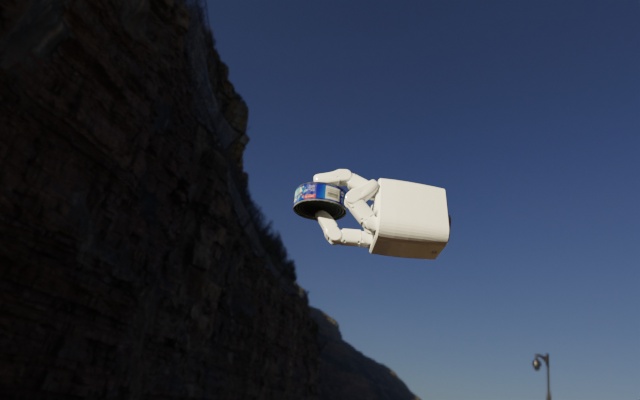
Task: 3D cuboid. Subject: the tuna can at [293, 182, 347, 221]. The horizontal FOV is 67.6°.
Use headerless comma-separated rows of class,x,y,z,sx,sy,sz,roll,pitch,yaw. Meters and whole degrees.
tuna can,0.000,0.002,0.769,0.086,0.033,0.086,4,-24,2
